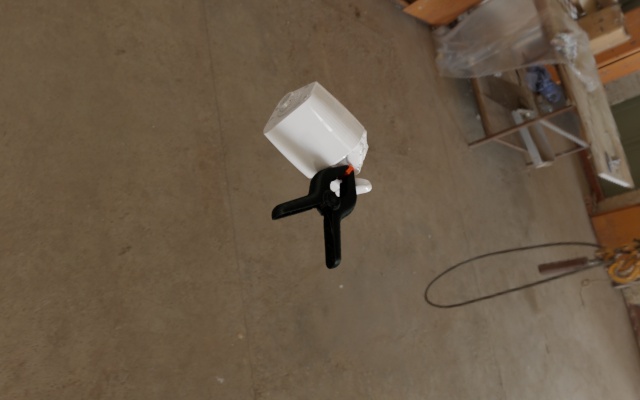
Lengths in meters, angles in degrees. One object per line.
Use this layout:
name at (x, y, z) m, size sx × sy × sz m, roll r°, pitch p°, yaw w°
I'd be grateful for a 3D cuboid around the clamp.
clamp at (0.001, 0.002, 0.696) m, size 0.120 × 0.171 × 0.039 m, roll 40°, pitch -43°, yaw -23°
